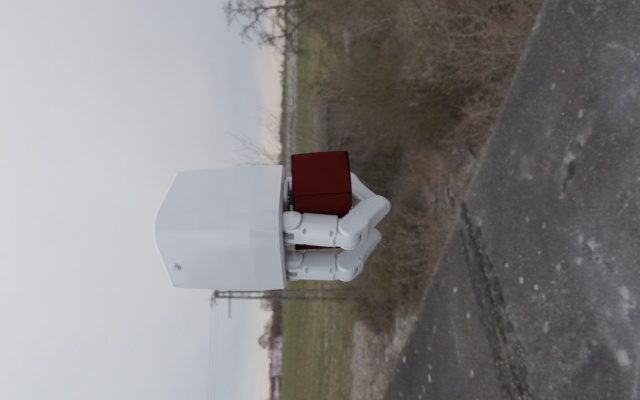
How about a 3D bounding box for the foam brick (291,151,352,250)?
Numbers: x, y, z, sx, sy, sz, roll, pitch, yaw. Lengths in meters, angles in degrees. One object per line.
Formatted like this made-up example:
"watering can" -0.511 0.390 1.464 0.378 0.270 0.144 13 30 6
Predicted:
"foam brick" 0.000 0.001 0.432 0.051 0.053 0.078 -2 -43 -2
